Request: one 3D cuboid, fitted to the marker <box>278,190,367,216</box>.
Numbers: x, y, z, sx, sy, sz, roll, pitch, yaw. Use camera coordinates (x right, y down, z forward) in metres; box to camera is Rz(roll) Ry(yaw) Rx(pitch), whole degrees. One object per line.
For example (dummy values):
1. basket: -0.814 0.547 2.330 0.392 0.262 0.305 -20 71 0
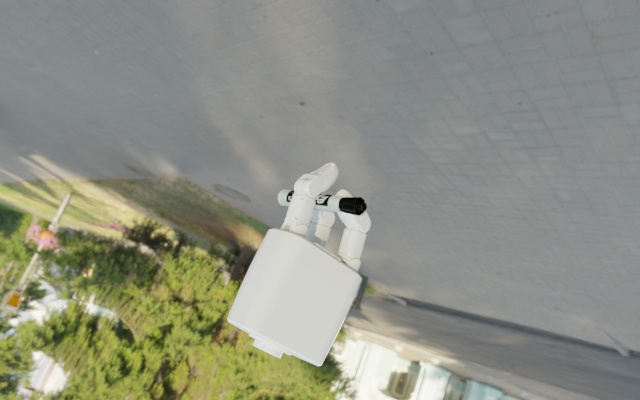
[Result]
1. marker: 0.000 0.002 0.519 0.121 0.020 0.020 7 5 43
